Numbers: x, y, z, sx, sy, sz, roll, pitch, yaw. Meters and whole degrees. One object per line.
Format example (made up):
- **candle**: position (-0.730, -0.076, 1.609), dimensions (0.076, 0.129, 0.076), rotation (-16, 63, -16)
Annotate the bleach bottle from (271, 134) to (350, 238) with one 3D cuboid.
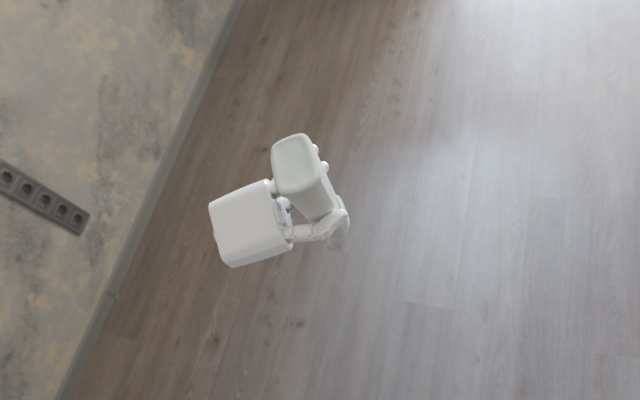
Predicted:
- **bleach bottle**: position (0.000, 0.002, 0.769), dimensions (0.068, 0.102, 0.251), rotation (-20, -33, 9)
